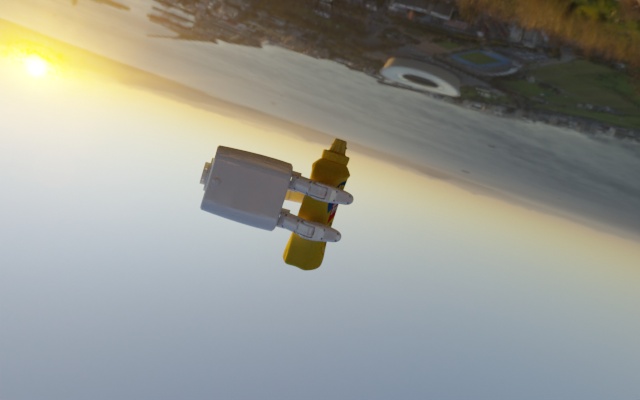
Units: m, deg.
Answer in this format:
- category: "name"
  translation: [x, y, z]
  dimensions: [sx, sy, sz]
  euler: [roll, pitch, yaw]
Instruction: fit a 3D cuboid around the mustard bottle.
- category: "mustard bottle"
  translation: [0.000, 0.003, 0.703]
  dimensions: [0.058, 0.191, 0.096]
  euler: [19, 7, 11]
